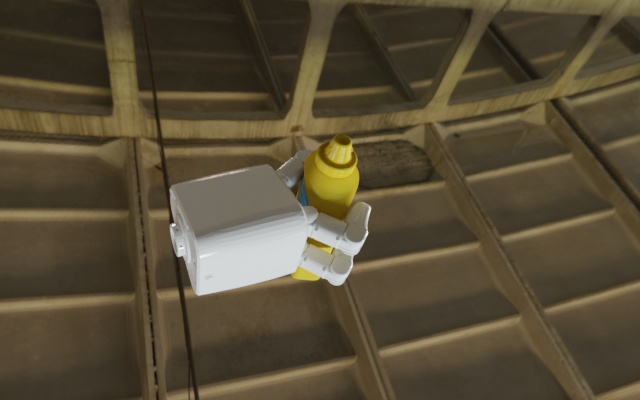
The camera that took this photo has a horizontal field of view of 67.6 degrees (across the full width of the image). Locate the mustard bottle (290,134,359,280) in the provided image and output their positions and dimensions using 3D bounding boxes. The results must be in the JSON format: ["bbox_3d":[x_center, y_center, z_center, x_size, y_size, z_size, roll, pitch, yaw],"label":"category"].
[{"bbox_3d":[0.000,0.002,0.526,0.058,0.096,0.192,8,-40,-9],"label":"mustard bottle"}]
